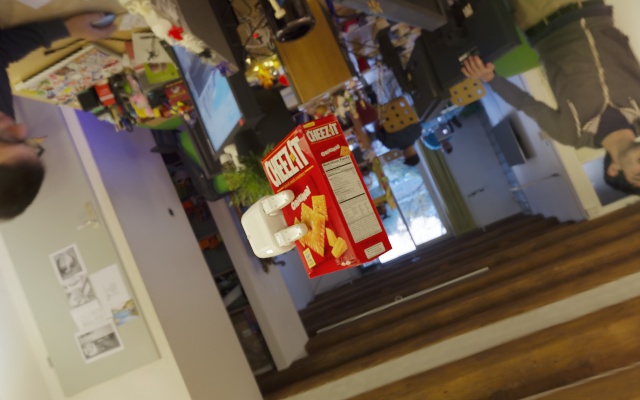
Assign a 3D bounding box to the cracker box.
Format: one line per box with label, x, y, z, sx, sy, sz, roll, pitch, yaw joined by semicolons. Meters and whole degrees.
cracker box;0.000;0.002;0.728;0.072;0.213;0.164;-22;-4;-31
